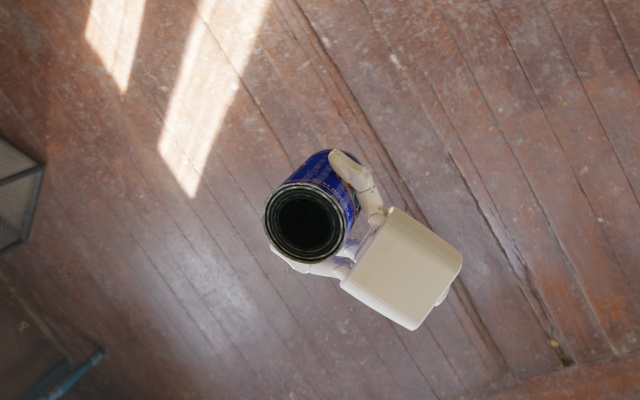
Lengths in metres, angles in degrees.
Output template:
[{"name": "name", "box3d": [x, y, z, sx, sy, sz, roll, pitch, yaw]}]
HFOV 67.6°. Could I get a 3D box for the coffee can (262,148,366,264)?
[{"name": "coffee can", "box3d": [0.000, 0.002, 0.602, 0.103, 0.103, 0.140, 0, 22, 18]}]
